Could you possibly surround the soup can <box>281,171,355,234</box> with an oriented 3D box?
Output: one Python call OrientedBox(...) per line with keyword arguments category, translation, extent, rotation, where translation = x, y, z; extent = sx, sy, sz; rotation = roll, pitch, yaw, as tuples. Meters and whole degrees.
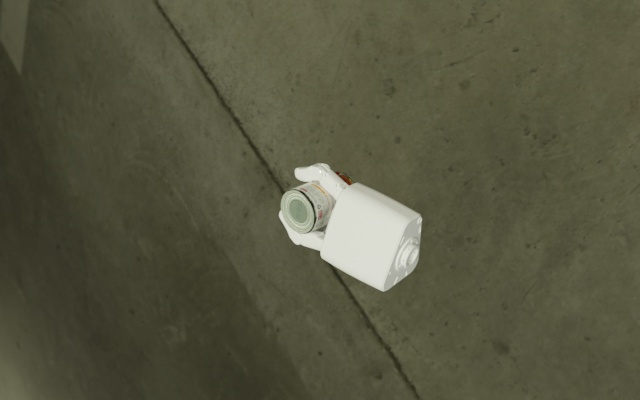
OrientedBox(category="soup can", translation=(0.000, 0.002, 0.704), extent=(0.068, 0.068, 0.102), rotation=(0, 17, 43))
